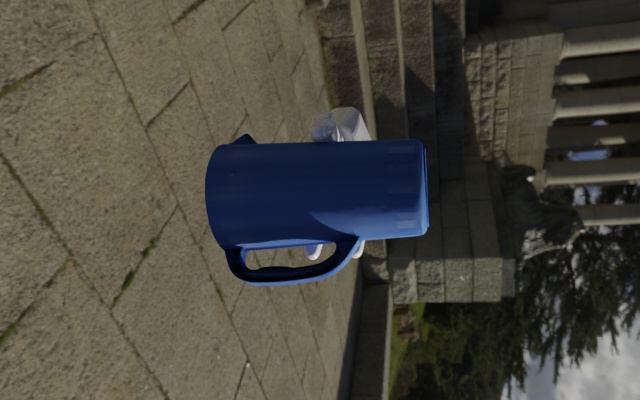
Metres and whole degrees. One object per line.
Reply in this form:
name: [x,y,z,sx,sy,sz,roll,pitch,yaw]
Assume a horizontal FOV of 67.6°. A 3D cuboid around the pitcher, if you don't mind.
pitcher: [0.000,0.002,0.554,0.243,0.149,0.145,-3,24,13]
